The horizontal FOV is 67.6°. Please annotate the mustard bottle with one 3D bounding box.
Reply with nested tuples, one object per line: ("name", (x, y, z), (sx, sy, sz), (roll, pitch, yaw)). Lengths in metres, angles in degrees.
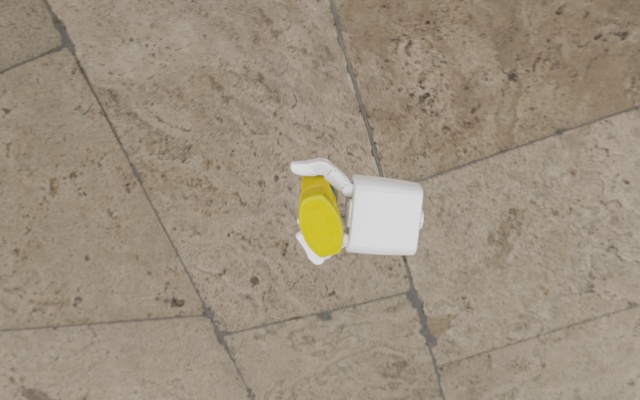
("mustard bottle", (0.000, 0.003, 0.734), (0.058, 0.096, 0.191), (-17, 21, 6))
